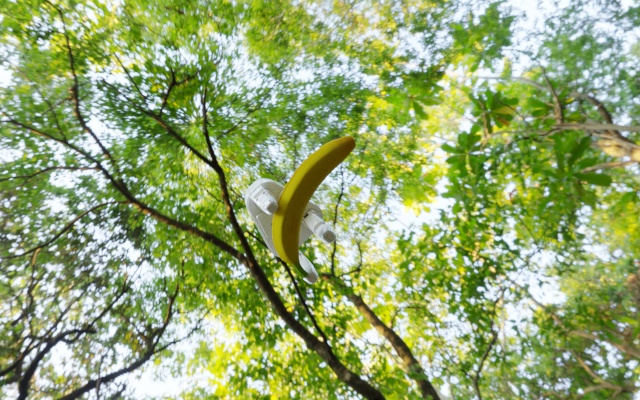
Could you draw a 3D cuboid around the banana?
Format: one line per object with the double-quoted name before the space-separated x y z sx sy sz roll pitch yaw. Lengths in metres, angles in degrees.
"banana" -0.018 -0.001 0.630 0.069 0.198 0.037 20 2 -12
